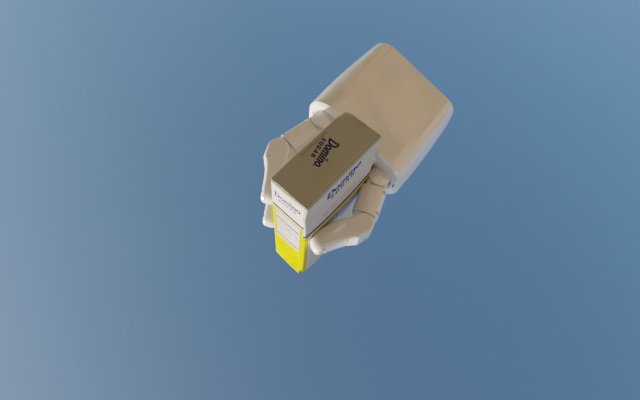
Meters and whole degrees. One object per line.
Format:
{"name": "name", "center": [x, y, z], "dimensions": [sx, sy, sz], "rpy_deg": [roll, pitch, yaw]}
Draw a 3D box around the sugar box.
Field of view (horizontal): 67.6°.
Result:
{"name": "sugar box", "center": [0.000, 0.001, 0.452], "dimensions": [0.048, 0.093, 0.176], "rpy_deg": [39, -22, 16]}
